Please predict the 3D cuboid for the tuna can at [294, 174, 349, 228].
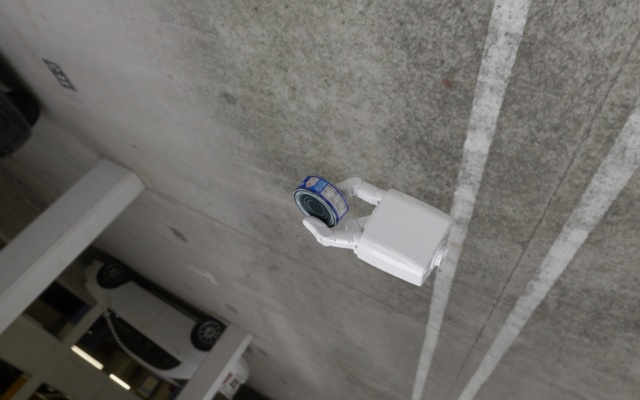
[{"bbox_3d":[0.000,0.003,0.742,0.086,0.086,0.033,0,42,53],"label":"tuna can"}]
